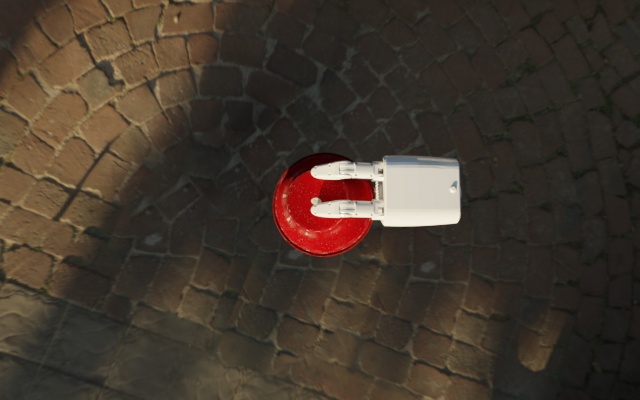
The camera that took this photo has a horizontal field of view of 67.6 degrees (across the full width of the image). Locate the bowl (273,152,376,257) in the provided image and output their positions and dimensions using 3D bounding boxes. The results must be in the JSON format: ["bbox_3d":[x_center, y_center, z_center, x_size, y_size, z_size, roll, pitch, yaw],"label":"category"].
[{"bbox_3d":[-0.001,0.003,0.711,0.162,0.162,0.055,0,-6,10],"label":"bowl"}]
